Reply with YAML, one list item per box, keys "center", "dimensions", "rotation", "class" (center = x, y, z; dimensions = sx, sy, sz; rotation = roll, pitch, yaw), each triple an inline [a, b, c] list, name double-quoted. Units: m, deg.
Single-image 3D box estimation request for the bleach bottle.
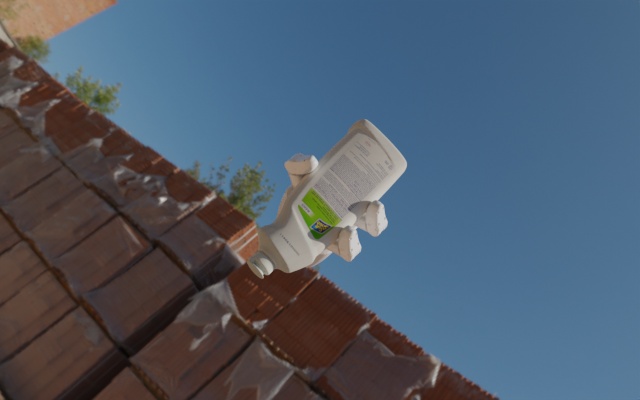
- center: [0.000, 0.002, 0.630]
  dimensions: [0.250, 0.102, 0.068]
  rotation: [-42, -6, -24]
  class: "bleach bottle"
